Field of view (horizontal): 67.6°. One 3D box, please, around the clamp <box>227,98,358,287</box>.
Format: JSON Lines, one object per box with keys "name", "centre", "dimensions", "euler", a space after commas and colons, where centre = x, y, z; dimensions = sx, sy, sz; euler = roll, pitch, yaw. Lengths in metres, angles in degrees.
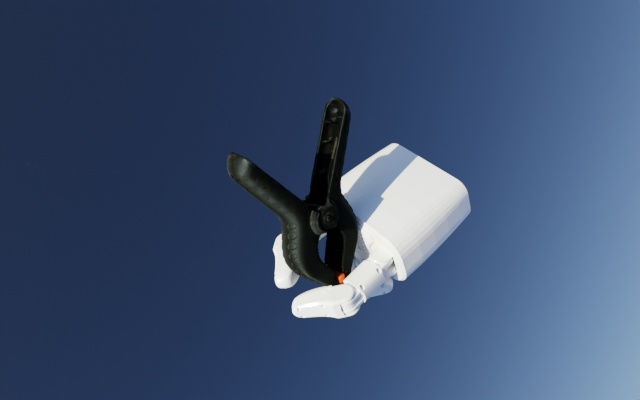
{"name": "clamp", "centre": [0.000, 0.002, 0.410], "dimensions": [0.120, 0.172, 0.039], "euler": [-38, 38, -21]}
